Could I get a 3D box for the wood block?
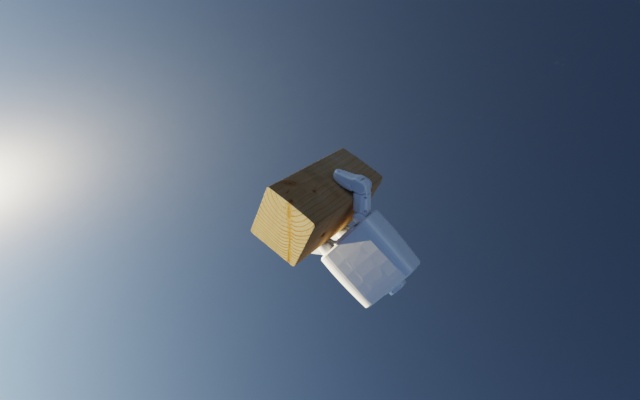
[{"bbox_3d":[0.000,0.003,0.748,0.090,0.091,0.206,38,37,15],"label":"wood block"}]
